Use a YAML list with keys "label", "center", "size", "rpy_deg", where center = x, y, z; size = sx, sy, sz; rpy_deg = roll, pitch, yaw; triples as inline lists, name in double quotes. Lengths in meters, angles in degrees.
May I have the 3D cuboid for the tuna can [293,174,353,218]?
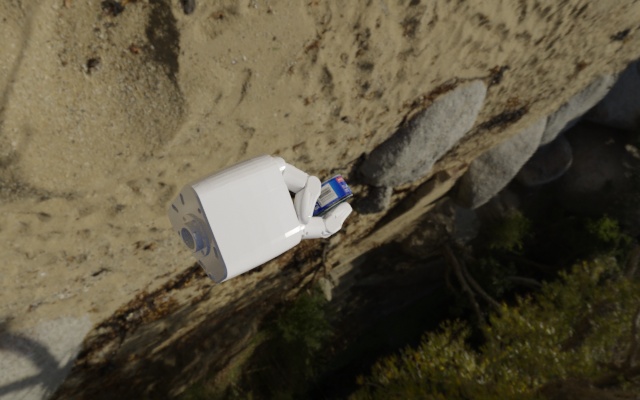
- label: "tuna can"
  center: [0.000, 0.003, 0.638]
  size: [0.086, 0.034, 0.086]
  rpy_deg: [-34, -5, -4]
